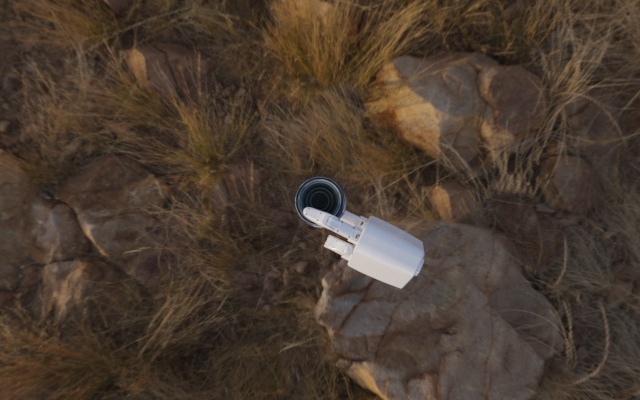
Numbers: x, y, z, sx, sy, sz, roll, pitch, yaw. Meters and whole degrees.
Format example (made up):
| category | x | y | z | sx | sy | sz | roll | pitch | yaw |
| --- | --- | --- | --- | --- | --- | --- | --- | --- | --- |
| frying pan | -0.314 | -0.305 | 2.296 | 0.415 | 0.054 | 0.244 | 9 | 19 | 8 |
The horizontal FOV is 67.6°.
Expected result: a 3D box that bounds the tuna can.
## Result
| category | x | y | z | sx | sy | sz | roll | pitch | yaw |
| --- | --- | --- | --- | --- | --- | --- | --- | --- | --- |
| tuna can | 0.000 | 0.003 | 0.812 | 0.086 | 0.086 | 0.034 | 0 | -7 | 7 |
